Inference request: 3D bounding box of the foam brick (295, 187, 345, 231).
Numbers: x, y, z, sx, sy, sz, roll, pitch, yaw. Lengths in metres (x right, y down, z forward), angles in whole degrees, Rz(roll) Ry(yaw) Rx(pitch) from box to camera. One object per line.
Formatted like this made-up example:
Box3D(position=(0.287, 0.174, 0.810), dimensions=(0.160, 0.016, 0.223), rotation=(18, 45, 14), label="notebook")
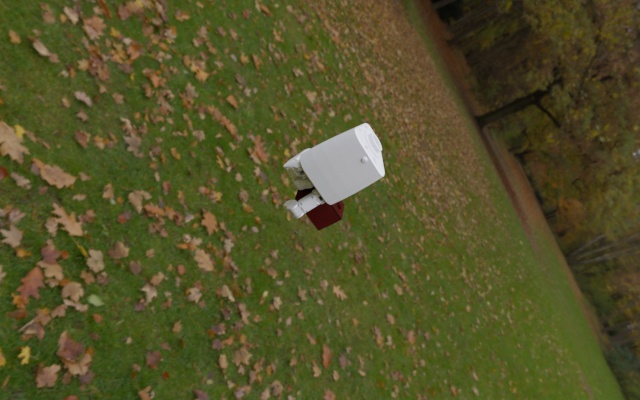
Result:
Box3D(position=(0.000, 0.003, 0.841), dimensions=(0.051, 0.078, 0.053), rotation=(-27, 23, 21), label="foam brick")
